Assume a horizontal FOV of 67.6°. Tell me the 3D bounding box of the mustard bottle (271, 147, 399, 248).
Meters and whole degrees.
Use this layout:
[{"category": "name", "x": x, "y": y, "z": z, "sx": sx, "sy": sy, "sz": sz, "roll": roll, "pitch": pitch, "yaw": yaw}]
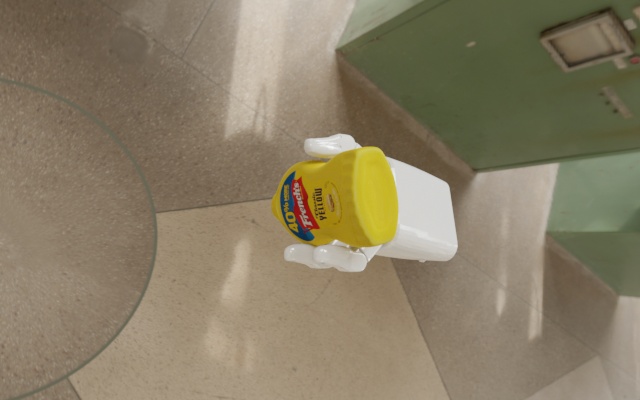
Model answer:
[{"category": "mustard bottle", "x": 0.000, "y": 0.002, "z": 0.528, "sx": 0.058, "sy": 0.096, "sz": 0.191, "roll": -13, "pitch": 4, "yaw": -35}]
